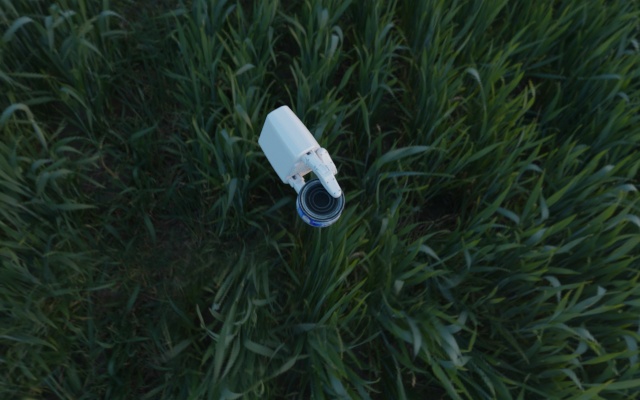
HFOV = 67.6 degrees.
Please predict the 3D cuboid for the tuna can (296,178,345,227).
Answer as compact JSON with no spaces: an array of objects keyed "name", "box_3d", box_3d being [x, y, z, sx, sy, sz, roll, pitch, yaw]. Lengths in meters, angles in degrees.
[{"name":"tuna can","box_3d":[0.000,0.003,0.864,0.086,0.086,0.034,0,-20,-9]}]
